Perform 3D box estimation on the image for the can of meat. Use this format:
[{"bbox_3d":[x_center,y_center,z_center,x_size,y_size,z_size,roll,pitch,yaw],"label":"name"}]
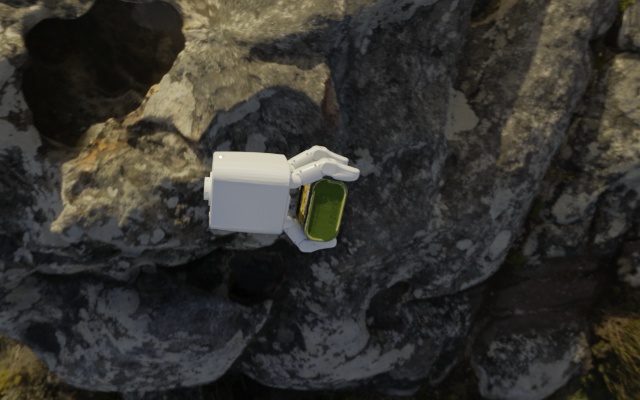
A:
[{"bbox_3d":[0.000,0.003,0.721,0.057,0.102,0.084,7,18,-13],"label":"can of meat"}]
